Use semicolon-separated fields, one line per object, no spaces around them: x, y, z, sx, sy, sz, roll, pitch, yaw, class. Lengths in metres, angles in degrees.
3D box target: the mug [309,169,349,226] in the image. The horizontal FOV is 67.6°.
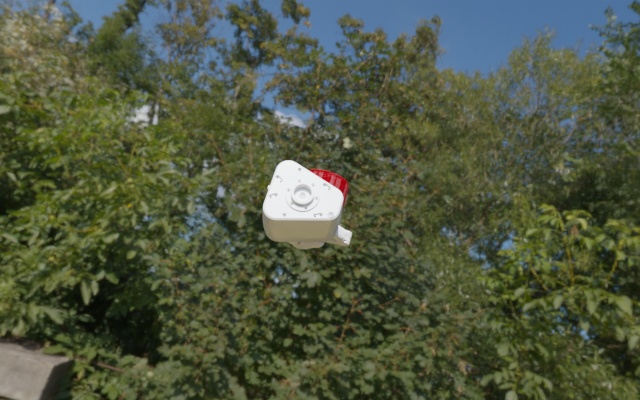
0.000;0.003;0.832;0.093;0.081;0.117;16;-19;2;mug
